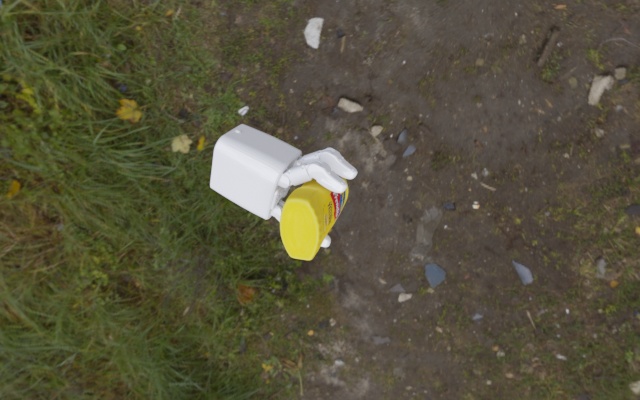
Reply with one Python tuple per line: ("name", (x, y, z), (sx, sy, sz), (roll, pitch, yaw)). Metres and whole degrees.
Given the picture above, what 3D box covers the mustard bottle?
("mustard bottle", (0.000, 0.003, 0.716), (0.058, 0.096, 0.191), (5, 26, 18))
